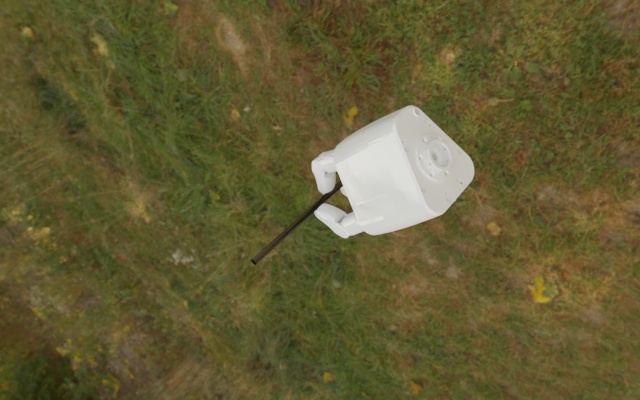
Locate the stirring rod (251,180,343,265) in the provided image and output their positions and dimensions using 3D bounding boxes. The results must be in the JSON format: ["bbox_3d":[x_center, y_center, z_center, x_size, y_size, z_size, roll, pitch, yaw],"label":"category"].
[{"bbox_3d":[0.000,0.002,0.606,0.239,0.011,0.011,-42,25,-31],"label":"stirring rod"}]
